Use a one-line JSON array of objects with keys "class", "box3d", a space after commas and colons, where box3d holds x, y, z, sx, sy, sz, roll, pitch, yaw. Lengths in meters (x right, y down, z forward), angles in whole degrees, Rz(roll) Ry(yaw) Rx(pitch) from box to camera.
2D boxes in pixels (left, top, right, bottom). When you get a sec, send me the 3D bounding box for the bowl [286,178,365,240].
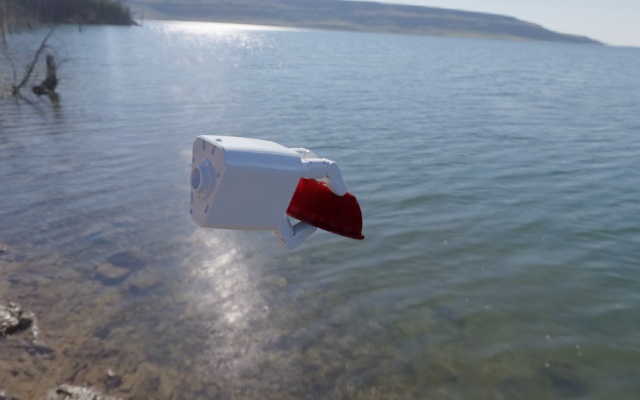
[{"class": "bowl", "box3d": [0.001, 0.002, 0.709, 0.162, 0.055, 0.162, 22, 4, -2]}]
